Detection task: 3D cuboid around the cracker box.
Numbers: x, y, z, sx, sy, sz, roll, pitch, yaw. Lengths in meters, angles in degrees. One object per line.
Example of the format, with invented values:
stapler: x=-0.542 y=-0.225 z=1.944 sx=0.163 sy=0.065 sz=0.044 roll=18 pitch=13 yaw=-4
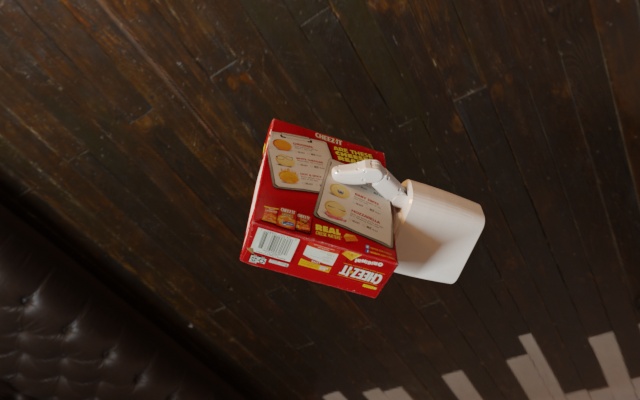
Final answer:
cracker box: x=0.000 y=0.002 z=0.588 sx=0.164 sy=0.072 sz=0.213 roll=16 pitch=37 yaw=-11
